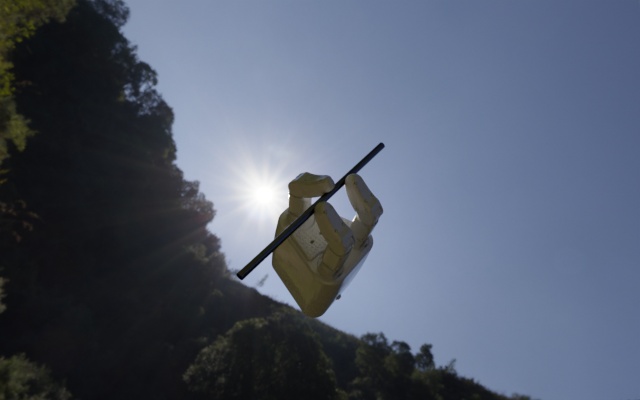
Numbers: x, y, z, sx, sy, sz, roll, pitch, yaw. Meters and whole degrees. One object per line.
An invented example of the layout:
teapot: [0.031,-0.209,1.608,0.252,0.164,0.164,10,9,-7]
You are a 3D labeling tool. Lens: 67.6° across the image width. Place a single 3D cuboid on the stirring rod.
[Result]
stirring rod: [0.000,0.002,0.496,0.011,0.011,0.239,0,34,47]
